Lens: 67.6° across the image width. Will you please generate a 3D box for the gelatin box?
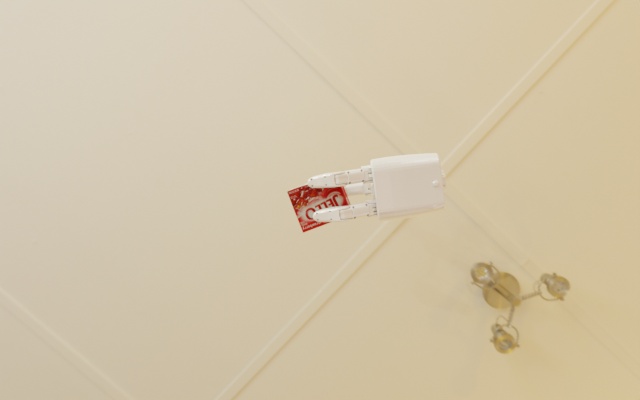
[{"bbox_3d":[0.000,0.003,0.779,0.089,0.073,0.030,-20,4,12],"label":"gelatin box"}]
